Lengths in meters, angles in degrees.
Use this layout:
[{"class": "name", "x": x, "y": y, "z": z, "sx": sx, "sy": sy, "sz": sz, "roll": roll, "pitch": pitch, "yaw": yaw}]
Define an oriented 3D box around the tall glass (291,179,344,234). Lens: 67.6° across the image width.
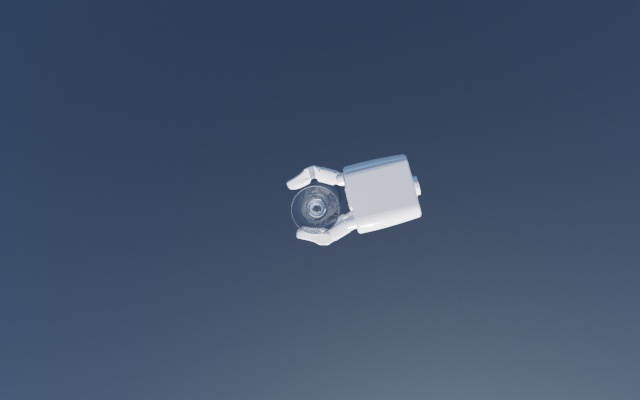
[{"class": "tall glass", "x": 0.000, "y": 0.003, "z": 0.823, "sx": 0.079, "sy": 0.079, "sz": 0.201, "roll": 0, "pitch": 7, "yaw": 4}]
